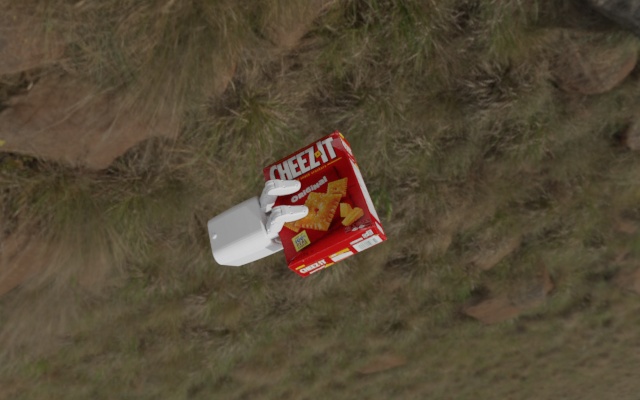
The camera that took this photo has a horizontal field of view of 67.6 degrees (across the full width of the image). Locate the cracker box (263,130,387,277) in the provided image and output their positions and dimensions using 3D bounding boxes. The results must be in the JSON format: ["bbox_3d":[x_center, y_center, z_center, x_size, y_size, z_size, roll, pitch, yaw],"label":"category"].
[{"bbox_3d":[0.000,0.003,0.844,0.164,0.213,0.072,-26,-32,12],"label":"cracker box"}]
